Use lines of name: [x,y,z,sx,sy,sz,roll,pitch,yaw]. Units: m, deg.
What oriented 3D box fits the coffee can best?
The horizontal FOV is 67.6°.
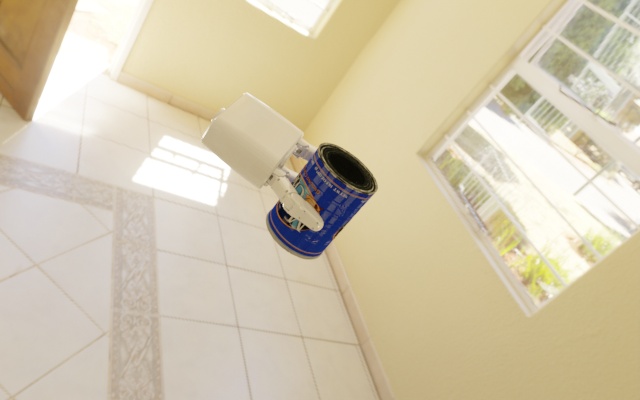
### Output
coffee can: [0.000,0.003,0.691,0.103,0.102,0.140,0,-44,-52]
